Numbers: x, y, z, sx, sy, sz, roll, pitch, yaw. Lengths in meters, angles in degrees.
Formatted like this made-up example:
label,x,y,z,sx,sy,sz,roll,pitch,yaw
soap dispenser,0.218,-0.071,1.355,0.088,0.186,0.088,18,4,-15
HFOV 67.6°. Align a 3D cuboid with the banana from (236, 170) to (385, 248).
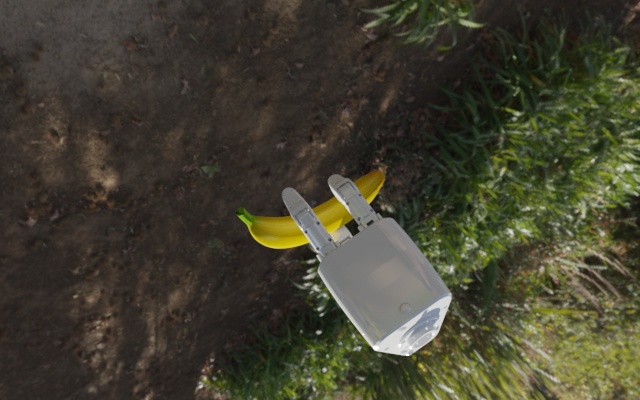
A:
label,x,y,z,sx,sy,sz,roll,pitch,yaw
banana,-0.004,0.017,0.589,0.198,0.070,0.037,-18,46,-23
